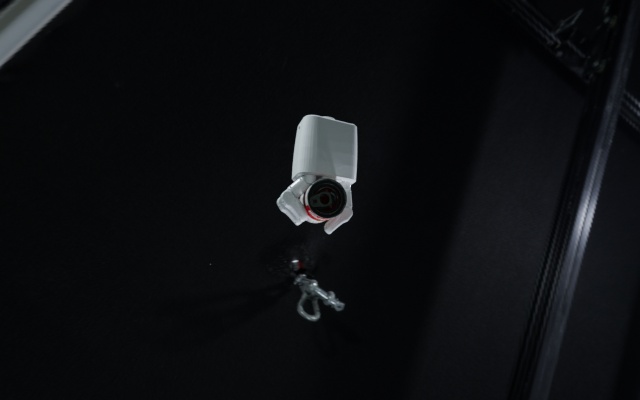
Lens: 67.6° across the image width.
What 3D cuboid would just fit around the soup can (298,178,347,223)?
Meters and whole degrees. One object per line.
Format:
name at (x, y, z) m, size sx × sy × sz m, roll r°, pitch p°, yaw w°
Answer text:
soup can at (0.000, 0.003, 0.837) m, size 0.068 × 0.068 × 0.102 m, roll 0°, pitch -7°, yaw -13°
